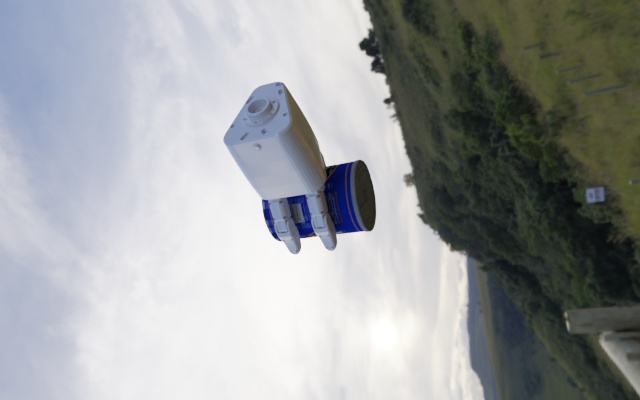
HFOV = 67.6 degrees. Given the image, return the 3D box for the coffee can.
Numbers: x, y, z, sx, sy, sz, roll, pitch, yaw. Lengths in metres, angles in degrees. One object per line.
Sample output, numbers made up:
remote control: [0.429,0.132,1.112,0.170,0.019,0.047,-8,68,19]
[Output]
coffee can: [0.000,0.002,0.697,0.140,0.103,0.103,-8,-3,20]
